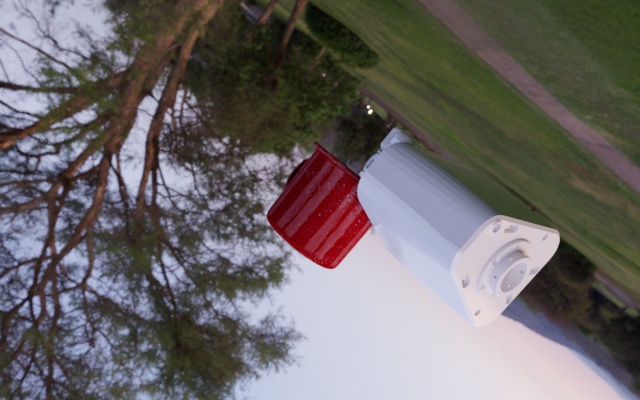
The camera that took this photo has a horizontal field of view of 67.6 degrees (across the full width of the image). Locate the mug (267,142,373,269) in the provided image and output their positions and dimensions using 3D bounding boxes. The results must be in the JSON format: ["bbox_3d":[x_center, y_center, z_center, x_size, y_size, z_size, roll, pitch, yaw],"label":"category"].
[{"bbox_3d":[-0.001,0.001,0.440,0.093,0.081,0.117,34,8,-43],"label":"mug"}]
